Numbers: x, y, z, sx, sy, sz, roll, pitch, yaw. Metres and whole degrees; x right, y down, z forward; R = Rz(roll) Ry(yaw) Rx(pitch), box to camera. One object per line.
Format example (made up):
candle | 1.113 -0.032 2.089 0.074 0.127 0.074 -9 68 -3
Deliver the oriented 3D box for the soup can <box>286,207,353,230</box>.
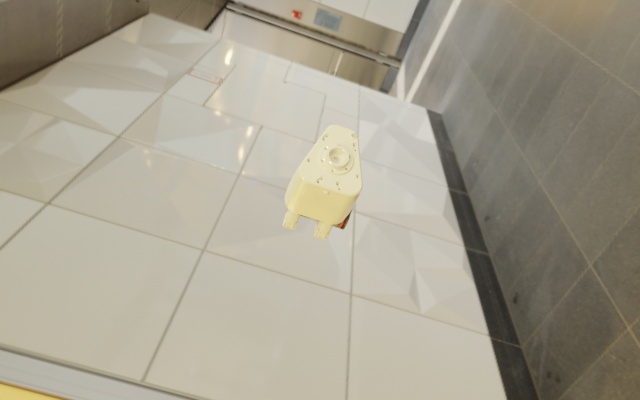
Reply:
soup can | 0.000 0.003 0.808 0.102 0.068 0.068 18 -2 -6
